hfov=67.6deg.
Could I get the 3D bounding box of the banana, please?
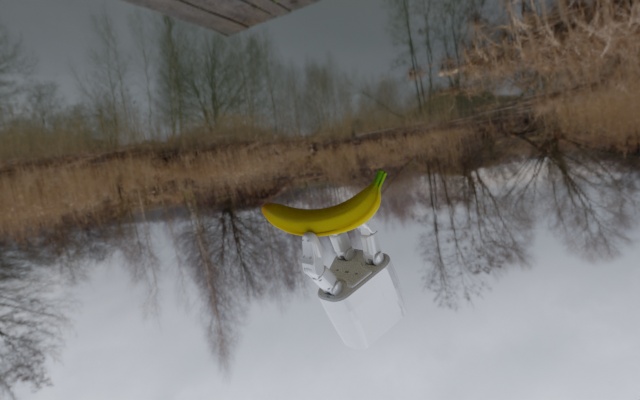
[{"bbox_3d":[0.002,0.017,0.650,0.198,0.069,0.037,-14,-37,25],"label":"banana"}]
